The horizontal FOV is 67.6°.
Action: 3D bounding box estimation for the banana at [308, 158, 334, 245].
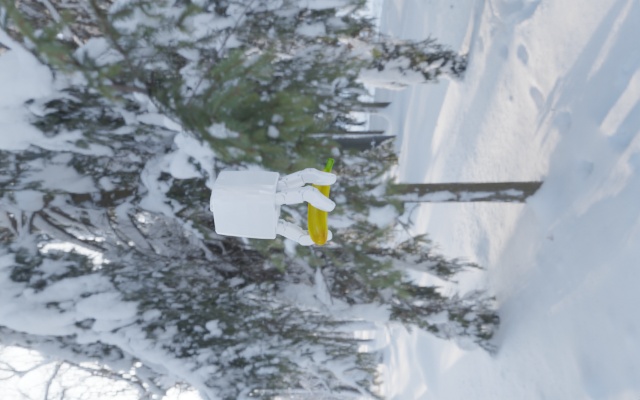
[{"bbox_3d":[-0.003,0.012,0.859,0.037,0.197,0.070,8,-41,-5],"label":"banana"}]
